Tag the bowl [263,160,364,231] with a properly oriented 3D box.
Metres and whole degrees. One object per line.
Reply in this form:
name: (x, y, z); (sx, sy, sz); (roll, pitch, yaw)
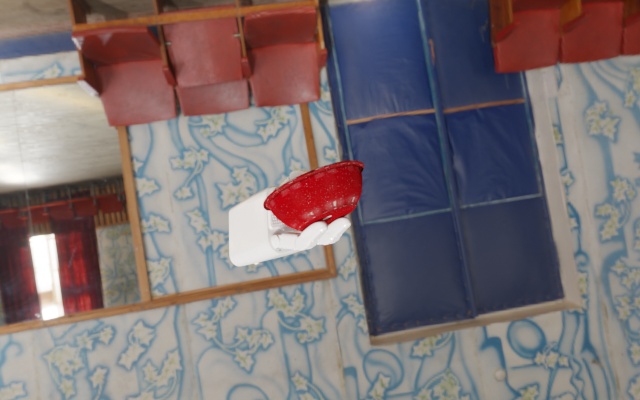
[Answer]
bowl: (0.001, 0.002, 0.701); (0.162, 0.055, 0.162); (-22, -14, -6)
